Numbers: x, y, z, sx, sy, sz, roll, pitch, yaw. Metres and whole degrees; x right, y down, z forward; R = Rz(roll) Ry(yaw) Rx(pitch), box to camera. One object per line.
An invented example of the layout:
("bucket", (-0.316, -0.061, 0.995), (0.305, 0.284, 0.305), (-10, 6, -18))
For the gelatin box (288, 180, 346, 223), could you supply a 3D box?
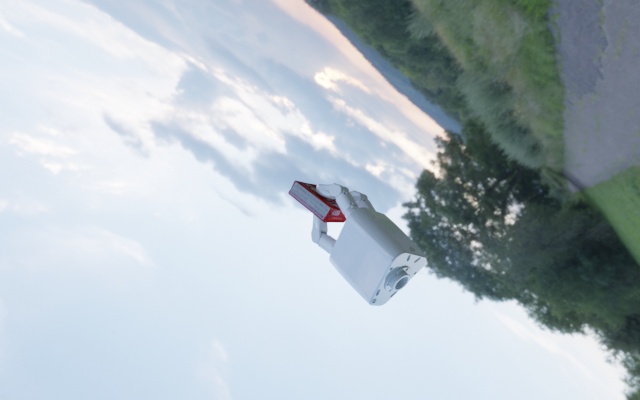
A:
("gelatin box", (0.000, 0.003, 0.809), (0.089, 0.030, 0.073), (37, 14, 26))
